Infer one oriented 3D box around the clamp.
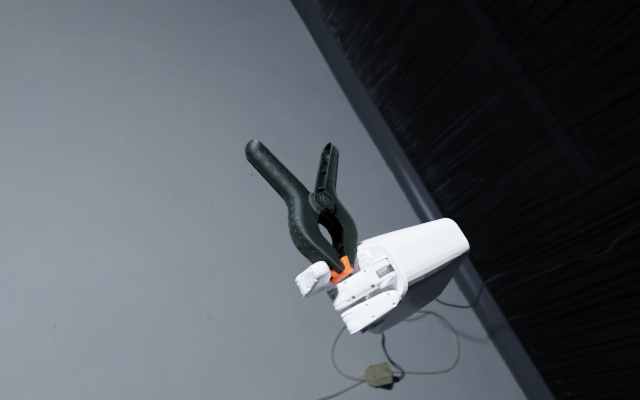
[{"bbox_3d":[0.000,0.002,0.516,0.120,0.171,0.039,-16,-17,-36],"label":"clamp"}]
